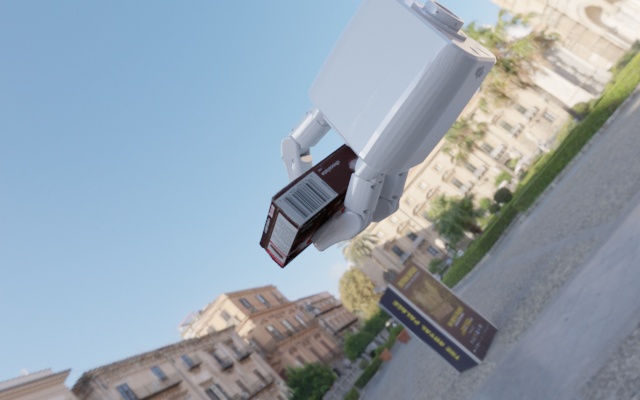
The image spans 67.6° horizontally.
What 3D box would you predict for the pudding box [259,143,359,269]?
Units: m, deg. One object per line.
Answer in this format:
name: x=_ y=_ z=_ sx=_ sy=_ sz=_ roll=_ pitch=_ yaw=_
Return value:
pudding box: x=0.000 y=0.001 z=0.437 sx=0.113 sy=0.039 sz=0.090 roll=-37 pitch=-16 yaw=-29
